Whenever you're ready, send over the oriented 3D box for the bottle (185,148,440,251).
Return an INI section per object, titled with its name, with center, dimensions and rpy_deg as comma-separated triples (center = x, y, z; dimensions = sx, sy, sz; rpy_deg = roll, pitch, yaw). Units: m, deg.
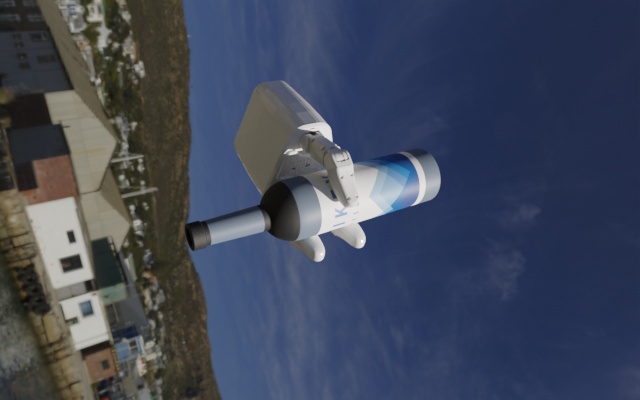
[bottle]
center = 0.000, 0.002, 0.525
dimensions = 0.295, 0.069, 0.069
rpy_deg = -15, 7, -28
